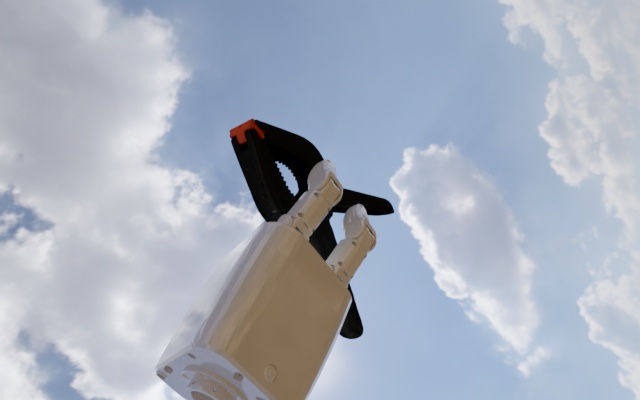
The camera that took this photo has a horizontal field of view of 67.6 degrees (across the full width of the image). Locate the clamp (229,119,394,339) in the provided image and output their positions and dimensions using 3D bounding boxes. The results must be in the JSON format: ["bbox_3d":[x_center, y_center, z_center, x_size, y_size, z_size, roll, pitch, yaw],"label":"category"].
[{"bbox_3d":[-0.001,0.001,0.445,0.036,0.210,0.164,-18,30,37],"label":"clamp"}]
